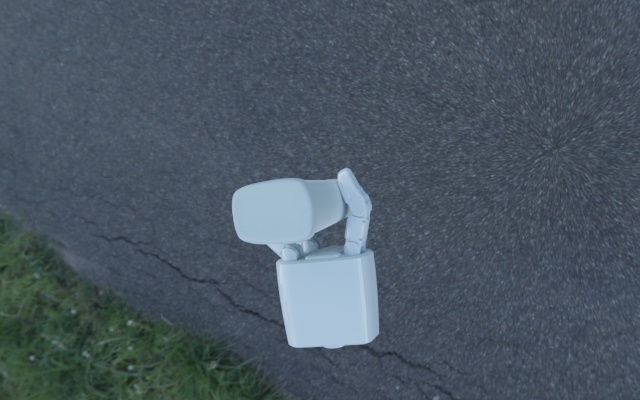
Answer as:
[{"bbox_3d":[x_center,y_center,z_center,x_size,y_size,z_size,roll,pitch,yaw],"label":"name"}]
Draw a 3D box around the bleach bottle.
[{"bbox_3d":[0.000,0.002,0.607,0.102,0.068,0.251,-5,3,27],"label":"bleach bottle"}]
